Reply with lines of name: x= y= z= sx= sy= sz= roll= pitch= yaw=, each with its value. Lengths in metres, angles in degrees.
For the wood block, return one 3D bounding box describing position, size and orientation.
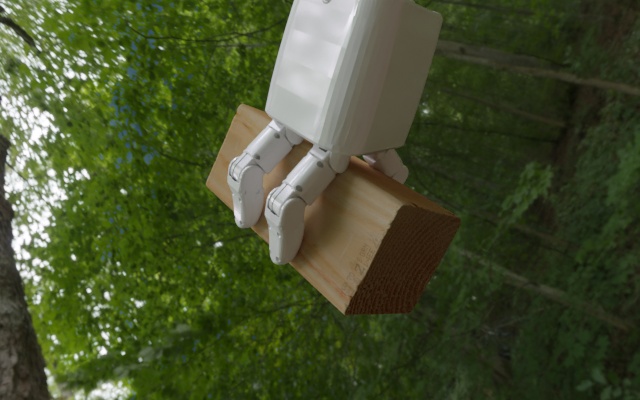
wood block: x=0.000 y=0.001 z=0.413 sx=0.091 sy=0.090 sz=0.206 roll=13 pitch=18 yaw=-47
